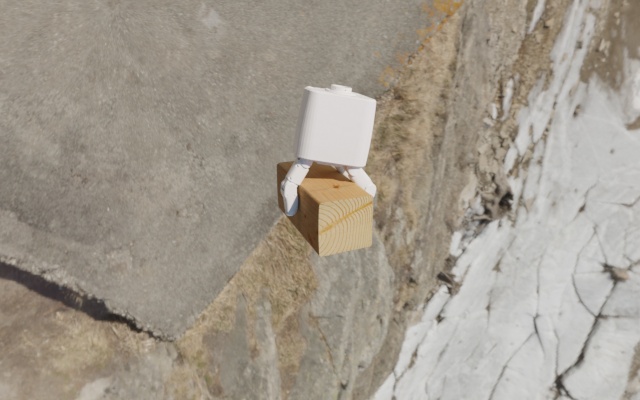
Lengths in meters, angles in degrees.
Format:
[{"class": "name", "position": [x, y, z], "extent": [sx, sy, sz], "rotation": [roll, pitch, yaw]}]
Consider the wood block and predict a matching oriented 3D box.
[{"class": "wood block", "position": [0.000, 0.002, 0.804], "extent": [0.091, 0.090, 0.206], "rotation": [-9, 24, -20]}]
